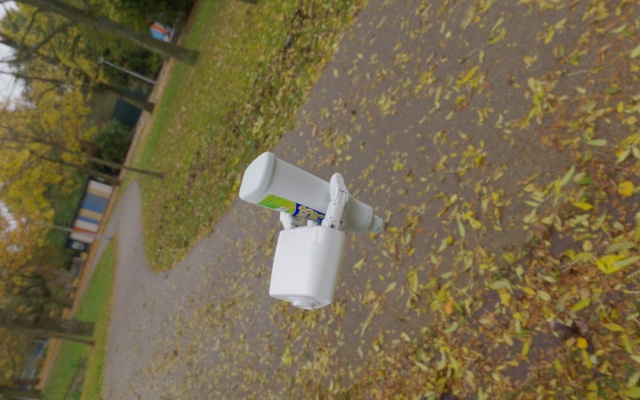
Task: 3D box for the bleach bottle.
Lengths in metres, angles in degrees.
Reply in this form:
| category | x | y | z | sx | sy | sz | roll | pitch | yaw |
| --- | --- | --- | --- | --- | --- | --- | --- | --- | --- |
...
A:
| category | x | y | z | sx | sy | sz | roll | pitch | yaw |
| --- | --- | --- | --- | --- | --- | --- | --- | --- | --- |
| bleach bottle | 0.000 | 0.003 | 0.789 | 0.251 | 0.068 | 0.102 | 21 | -22 | -24 |
